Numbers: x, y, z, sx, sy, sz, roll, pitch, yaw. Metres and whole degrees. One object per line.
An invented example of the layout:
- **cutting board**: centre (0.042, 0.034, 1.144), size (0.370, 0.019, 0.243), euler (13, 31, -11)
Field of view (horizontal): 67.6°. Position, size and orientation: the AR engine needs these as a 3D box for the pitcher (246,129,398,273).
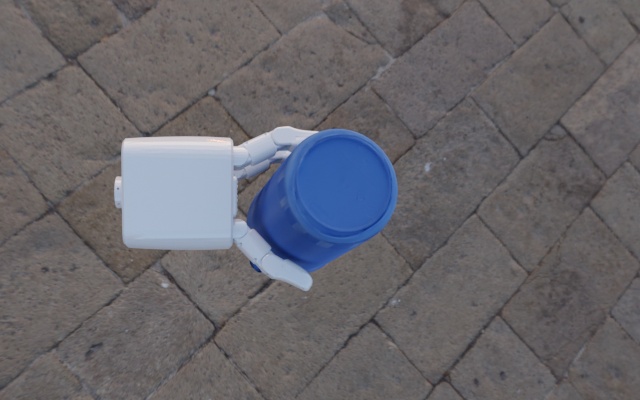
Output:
- **pitcher**: centre (0.000, 0.002, 0.538), size (0.145, 0.149, 0.243), euler (3, -12, -13)
